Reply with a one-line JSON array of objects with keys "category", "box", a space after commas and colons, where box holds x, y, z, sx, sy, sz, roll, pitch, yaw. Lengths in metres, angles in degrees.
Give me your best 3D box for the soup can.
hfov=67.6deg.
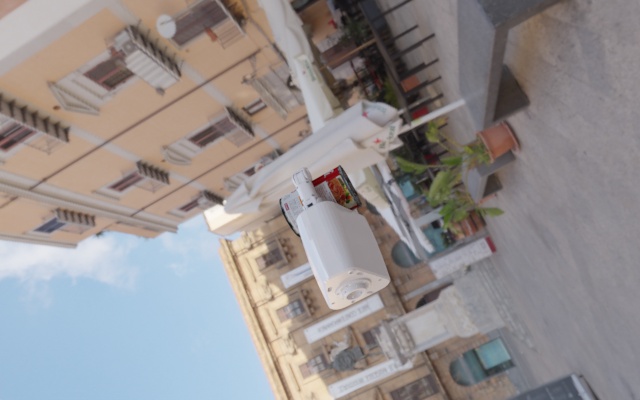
[{"category": "soup can", "box": [0.000, 0.002, 0.694, 0.102, 0.068, 0.068, -29, -5, 9]}]
